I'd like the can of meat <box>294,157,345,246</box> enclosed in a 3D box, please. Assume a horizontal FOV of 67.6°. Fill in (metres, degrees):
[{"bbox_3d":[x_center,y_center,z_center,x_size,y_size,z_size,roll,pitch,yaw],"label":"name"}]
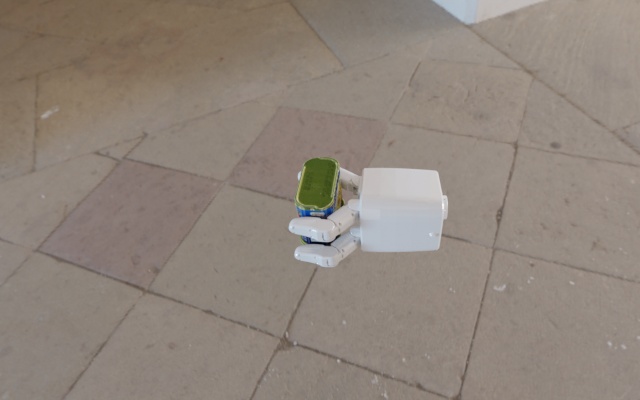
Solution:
[{"bbox_3d":[0.000,0.002,0.661,0.057,0.102,0.084,2,-42,9],"label":"can of meat"}]
